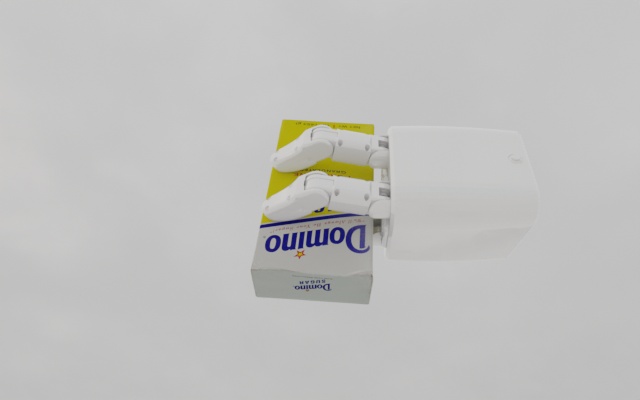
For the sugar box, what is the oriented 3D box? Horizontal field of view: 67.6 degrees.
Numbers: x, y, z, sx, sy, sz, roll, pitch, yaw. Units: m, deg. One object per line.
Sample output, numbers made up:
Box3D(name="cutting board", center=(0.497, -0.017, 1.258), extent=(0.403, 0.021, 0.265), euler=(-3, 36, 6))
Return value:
Box3D(name="sugar box", center=(0.000, 0.001, 0.417), extent=(0.093, 0.176, 0.048), euler=(3, -44, 3))
